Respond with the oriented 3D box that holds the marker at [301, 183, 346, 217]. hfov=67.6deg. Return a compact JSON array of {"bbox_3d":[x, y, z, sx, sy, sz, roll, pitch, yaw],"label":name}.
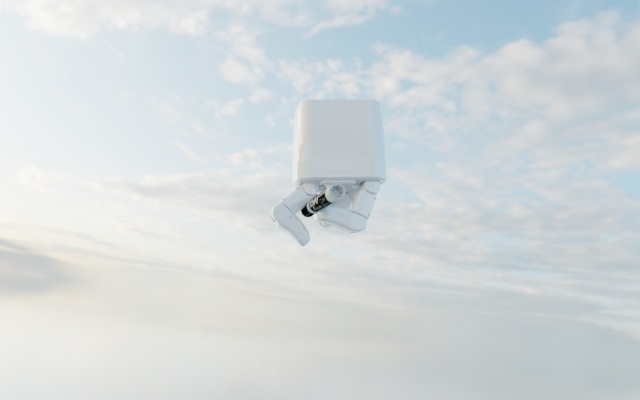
[{"bbox_3d":[0.000,0.002,0.554,0.020,0.020,0.121,0,-11,-17],"label":"marker"}]
